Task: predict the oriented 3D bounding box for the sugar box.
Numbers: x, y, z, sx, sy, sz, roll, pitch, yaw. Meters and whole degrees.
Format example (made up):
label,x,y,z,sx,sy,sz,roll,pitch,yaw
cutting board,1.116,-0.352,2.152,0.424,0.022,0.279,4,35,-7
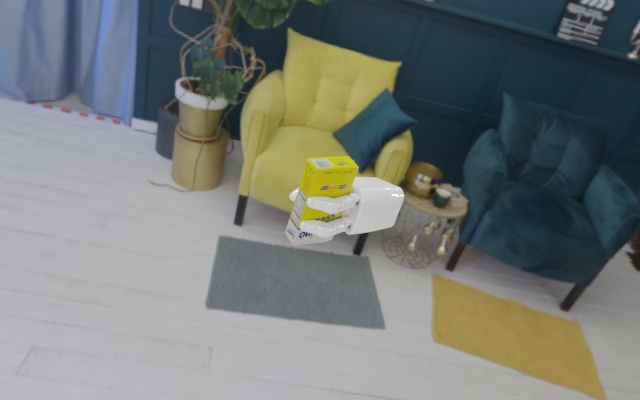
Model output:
label,x,y,z,sx,sy,sz,roll,pitch,yaw
sugar box,0.001,0.003,0.894,0.093,0.176,0.048,-5,37,-31
